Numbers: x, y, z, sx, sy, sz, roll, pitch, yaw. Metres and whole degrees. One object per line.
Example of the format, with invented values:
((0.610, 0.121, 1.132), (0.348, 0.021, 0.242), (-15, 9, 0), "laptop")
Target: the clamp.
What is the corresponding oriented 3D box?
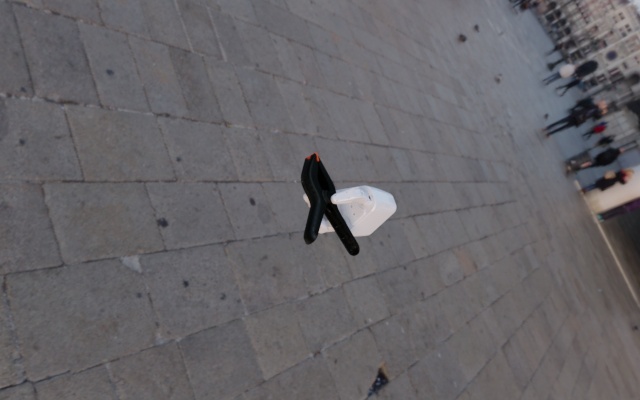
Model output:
((0.001, 0.002, 0.899), (0.036, 0.210, 0.164), (-26, -20, 26), "clamp")
